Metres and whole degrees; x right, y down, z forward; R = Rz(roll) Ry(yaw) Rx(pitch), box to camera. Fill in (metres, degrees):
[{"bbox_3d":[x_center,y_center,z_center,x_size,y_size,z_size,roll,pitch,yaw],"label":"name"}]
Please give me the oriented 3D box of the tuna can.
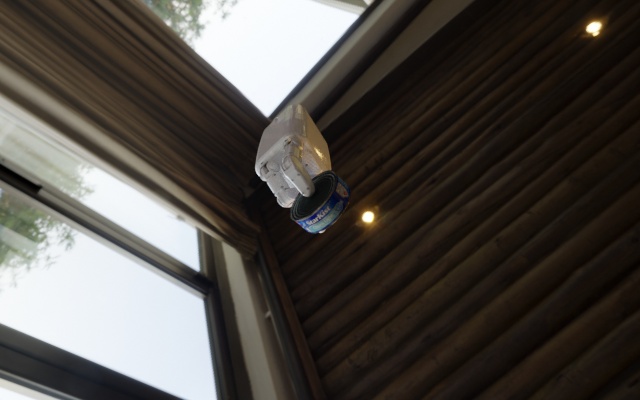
[{"bbox_3d":[0.000,0.003,0.651,0.034,0.086,0.086,42,-20,-24],"label":"tuna can"}]
